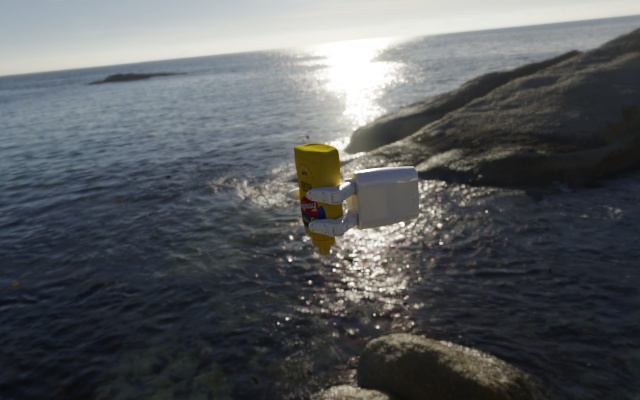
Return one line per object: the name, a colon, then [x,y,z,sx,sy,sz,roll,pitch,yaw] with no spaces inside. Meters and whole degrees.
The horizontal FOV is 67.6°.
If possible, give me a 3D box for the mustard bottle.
mustard bottle: [0.000,0.002,0.811,0.058,0.192,0.096,-17,21,-32]
